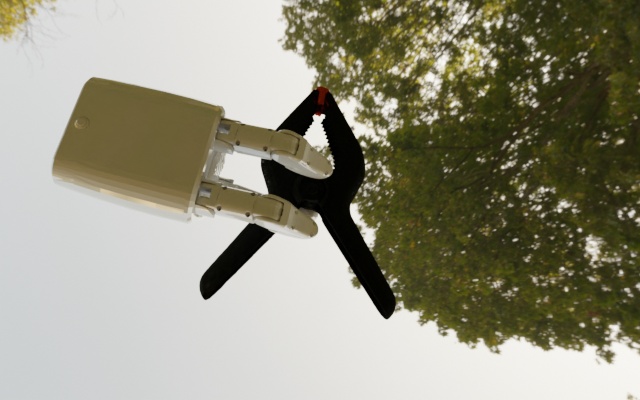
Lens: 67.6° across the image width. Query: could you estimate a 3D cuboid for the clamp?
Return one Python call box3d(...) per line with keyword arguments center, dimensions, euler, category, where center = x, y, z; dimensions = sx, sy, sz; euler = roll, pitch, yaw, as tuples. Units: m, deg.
box3d(center=(0.000, 0.001, 0.425), dimensions=(0.164, 0.210, 0.036), euler=(14, -17, -5), category="clamp")
